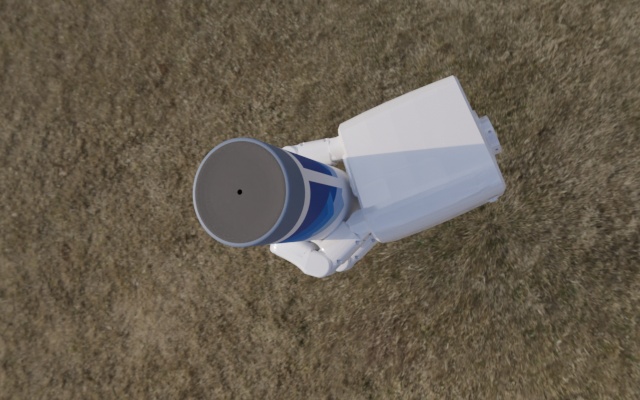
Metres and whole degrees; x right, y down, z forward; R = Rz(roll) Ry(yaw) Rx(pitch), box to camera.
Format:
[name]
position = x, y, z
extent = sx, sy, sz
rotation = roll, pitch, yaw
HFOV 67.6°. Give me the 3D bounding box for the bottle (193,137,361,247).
[bottle]
position = 0.000, 0.001, 0.425
extent = 0.069, 0.069, 0.296
rotation = 0, -3, 19
